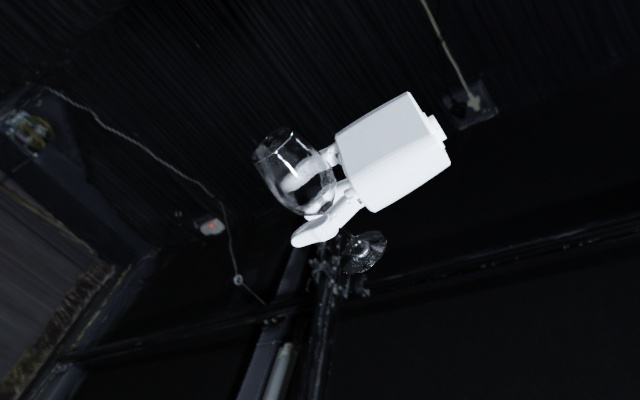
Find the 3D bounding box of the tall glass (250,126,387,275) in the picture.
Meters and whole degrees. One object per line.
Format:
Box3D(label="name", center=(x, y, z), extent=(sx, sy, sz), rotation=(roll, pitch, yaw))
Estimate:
Box3D(label="tall glass", center=(0.000, 0.003, 0.595), extent=(0.079, 0.079, 0.201), rotation=(0, -42, 51))
